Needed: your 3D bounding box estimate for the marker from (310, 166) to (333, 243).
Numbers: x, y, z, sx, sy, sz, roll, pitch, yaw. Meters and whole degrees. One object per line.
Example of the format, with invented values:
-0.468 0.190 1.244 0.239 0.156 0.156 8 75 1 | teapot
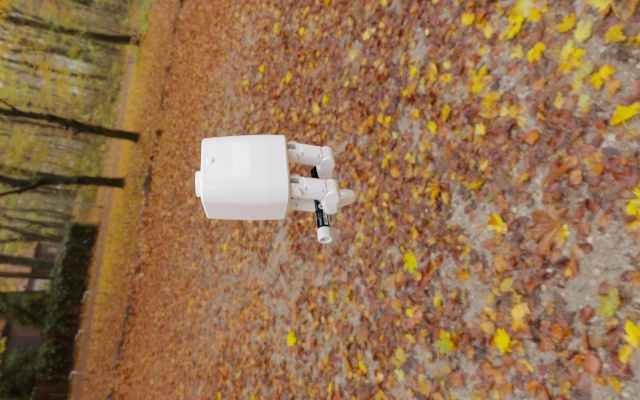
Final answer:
0.000 0.002 0.656 0.020 0.121 0.020 -5 -34 -3 | marker
